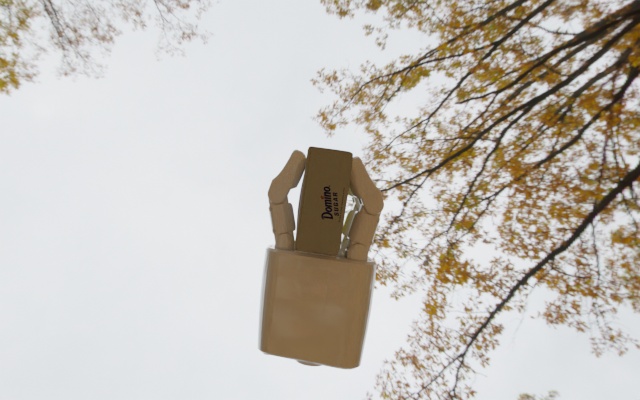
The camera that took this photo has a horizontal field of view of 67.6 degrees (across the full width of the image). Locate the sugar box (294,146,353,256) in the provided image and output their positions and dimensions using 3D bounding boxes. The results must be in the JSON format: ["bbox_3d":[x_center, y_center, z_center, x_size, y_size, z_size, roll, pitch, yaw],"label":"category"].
[{"bbox_3d":[0.001,0.002,0.492,0.048,0.093,0.176,8,0,-4],"label":"sugar box"}]
